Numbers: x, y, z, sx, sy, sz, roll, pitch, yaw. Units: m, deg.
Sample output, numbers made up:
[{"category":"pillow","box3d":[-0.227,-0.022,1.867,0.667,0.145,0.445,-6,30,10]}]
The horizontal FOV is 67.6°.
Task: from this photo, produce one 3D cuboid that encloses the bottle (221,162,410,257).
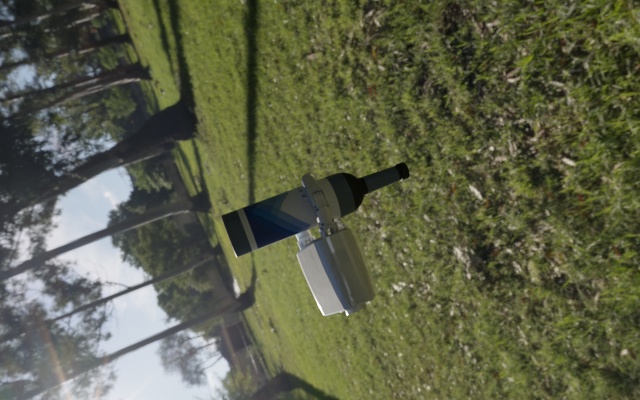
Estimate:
[{"category":"bottle","box3d":[0.000,0.002,0.732,0.295,0.069,0.069,-21,4,-11]}]
